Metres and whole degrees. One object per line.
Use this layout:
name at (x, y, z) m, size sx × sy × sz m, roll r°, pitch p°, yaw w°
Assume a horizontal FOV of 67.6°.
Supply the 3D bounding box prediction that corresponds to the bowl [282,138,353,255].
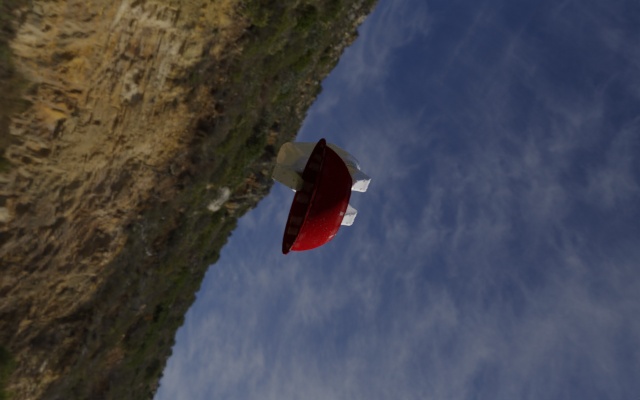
bowl at (0.000, 0.003, 0.632) m, size 0.055 × 0.162 × 0.162 m, roll 19°, pitch -3°, yaw -9°
